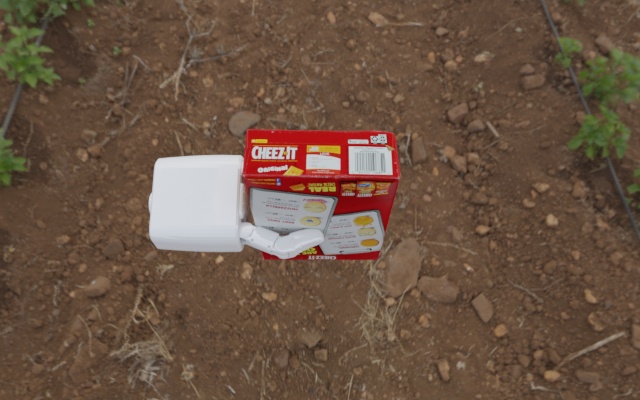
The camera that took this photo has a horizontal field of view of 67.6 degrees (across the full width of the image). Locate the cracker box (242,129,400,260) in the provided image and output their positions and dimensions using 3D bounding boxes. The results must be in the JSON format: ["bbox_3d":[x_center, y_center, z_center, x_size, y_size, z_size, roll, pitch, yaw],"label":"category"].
[{"bbox_3d":[0.000,0.002,0.590,0.164,0.072,0.214,0,-30,0],"label":"cracker box"}]
